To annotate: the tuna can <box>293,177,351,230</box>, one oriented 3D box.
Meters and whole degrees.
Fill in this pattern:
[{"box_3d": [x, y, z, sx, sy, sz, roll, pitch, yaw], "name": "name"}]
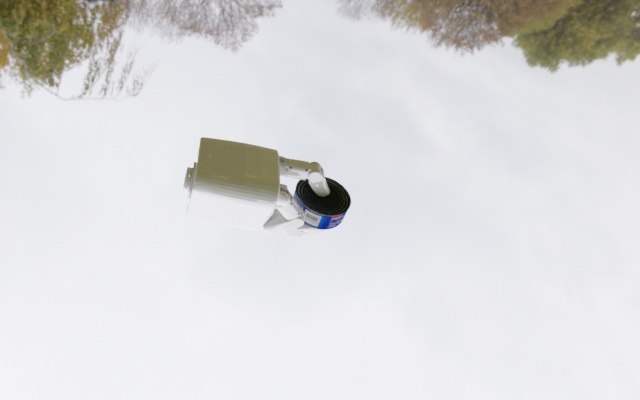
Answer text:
[{"box_3d": [0.000, 0.003, 0.715, 0.086, 0.034, 0.086, 13, 41, -11], "name": "tuna can"}]
